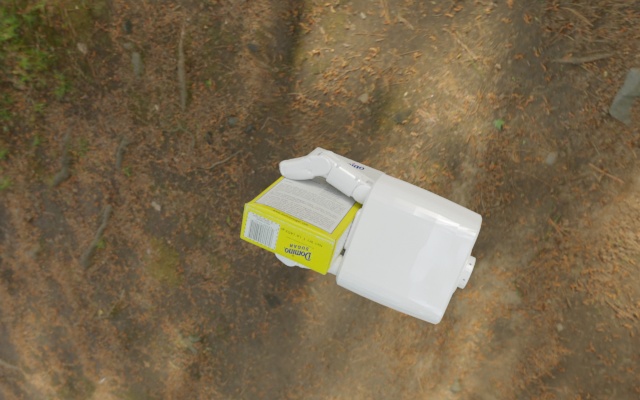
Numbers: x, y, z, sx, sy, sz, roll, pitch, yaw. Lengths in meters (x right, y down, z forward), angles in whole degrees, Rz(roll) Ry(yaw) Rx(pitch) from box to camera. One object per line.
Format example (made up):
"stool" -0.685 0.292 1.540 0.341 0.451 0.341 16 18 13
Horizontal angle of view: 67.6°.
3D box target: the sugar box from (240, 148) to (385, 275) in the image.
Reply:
"sugar box" 0.000 0.002 0.505 0.093 0.048 0.176 23 28 13
